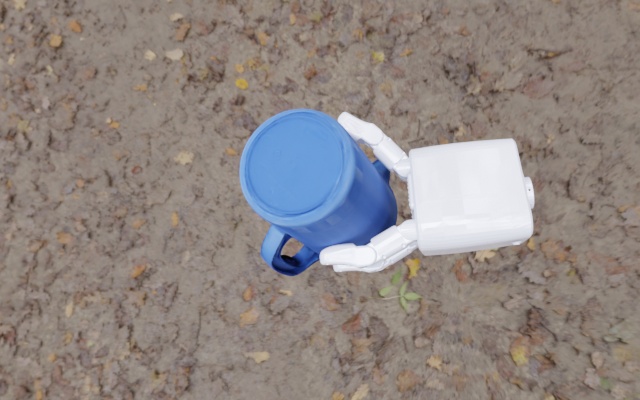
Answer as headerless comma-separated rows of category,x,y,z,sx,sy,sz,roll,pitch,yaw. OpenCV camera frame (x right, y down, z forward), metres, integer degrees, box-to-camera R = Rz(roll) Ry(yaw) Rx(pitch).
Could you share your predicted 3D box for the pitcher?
pitcher,0.000,0.002,0.522,0.145,0.149,0.243,-4,-13,14
